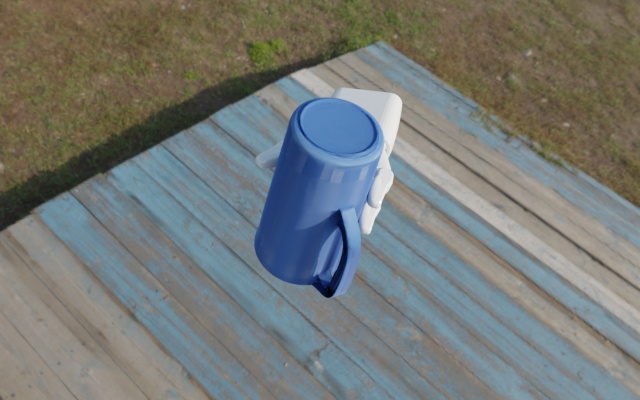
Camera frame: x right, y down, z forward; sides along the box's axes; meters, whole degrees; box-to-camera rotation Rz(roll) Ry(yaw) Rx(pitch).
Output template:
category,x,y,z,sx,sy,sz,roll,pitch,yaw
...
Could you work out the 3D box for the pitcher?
category,x,y,z,sx,sy,sz,roll,pitch,yaw
pitcher,0.000,0.002,0.601,0.149,0.145,0.243,23,-40,3
